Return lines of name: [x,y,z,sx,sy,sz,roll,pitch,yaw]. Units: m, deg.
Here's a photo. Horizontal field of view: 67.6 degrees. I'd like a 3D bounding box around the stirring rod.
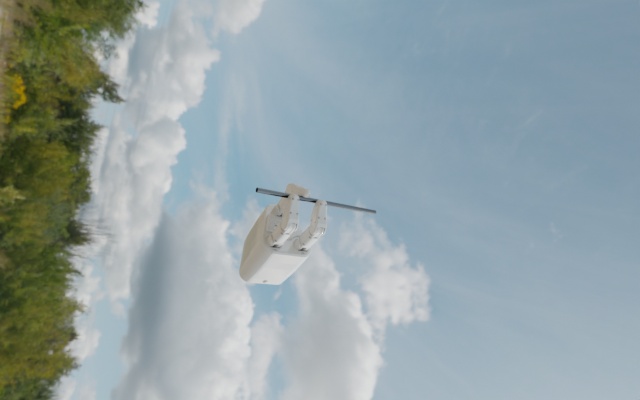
stirring rod: [0.000,0.003,0.810,0.239,0.011,0.011,11,-6,-32]
